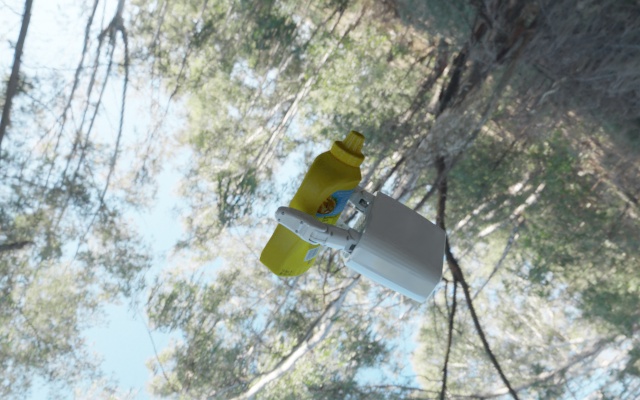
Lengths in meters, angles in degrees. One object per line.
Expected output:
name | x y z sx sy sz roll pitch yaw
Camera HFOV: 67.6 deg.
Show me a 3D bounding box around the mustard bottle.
mustard bottle | 0.000 0.002 0.581 0.058 0.192 0.096 38 22 21
